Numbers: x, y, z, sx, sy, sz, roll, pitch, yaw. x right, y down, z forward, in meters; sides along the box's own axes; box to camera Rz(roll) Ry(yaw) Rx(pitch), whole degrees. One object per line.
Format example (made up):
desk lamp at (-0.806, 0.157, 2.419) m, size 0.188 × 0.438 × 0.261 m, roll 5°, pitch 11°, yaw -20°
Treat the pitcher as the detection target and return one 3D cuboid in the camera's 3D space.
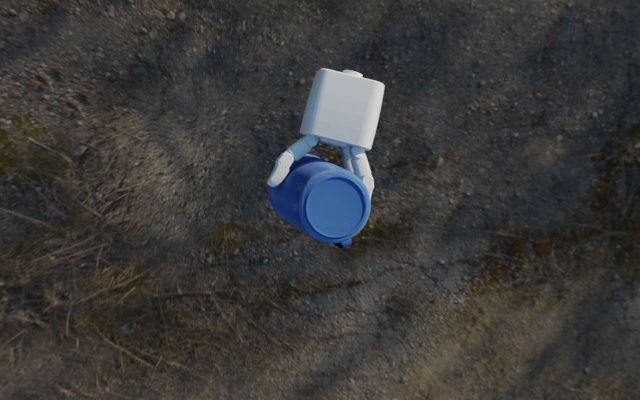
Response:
pitcher at (0.000, 0.002, 0.784) m, size 0.149 × 0.145 × 0.243 m, roll 15°, pitch 4°, yaw -15°
